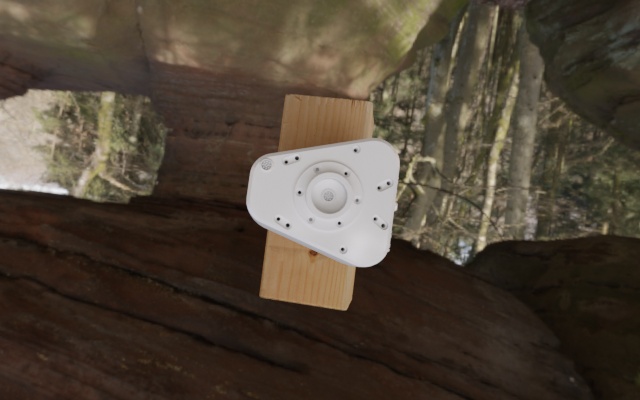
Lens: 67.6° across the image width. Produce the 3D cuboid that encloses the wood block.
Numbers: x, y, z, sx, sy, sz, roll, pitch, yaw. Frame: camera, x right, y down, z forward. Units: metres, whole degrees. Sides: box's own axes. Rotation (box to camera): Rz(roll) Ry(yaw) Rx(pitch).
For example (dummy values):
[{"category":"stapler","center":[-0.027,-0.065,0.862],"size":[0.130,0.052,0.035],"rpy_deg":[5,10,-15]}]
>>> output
[{"category":"wood block","center":[0.000,0.002,0.513],"size":[0.091,0.206,0.090],"rpy_deg":[7,-3,8]}]
